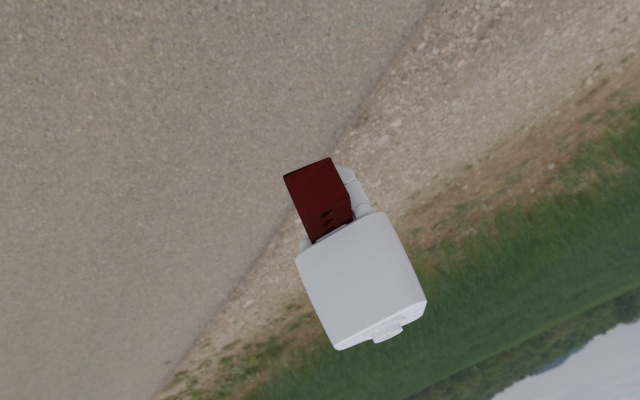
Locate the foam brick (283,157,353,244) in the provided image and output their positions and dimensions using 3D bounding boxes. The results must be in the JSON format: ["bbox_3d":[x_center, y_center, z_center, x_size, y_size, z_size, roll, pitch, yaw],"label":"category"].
[{"bbox_3d":[0.000,0.001,0.494,0.053,0.051,0.078,-23,-25,-2],"label":"foam brick"}]
